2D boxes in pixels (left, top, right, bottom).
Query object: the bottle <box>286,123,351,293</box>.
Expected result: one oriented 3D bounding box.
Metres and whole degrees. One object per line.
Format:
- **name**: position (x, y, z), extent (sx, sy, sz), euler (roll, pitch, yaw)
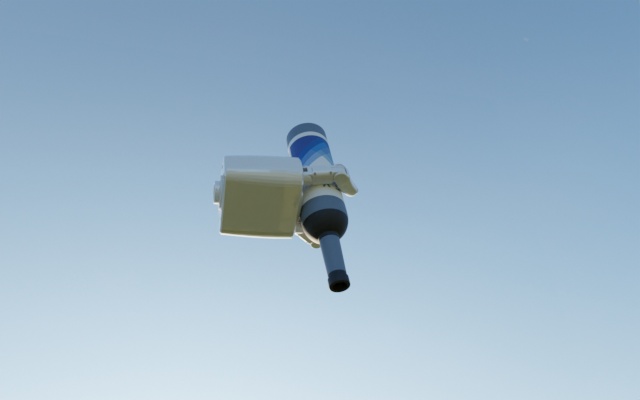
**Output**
- **bottle**: position (0.000, 0.002, 0.692), extent (0.069, 0.295, 0.069), euler (-7, -43, -6)
